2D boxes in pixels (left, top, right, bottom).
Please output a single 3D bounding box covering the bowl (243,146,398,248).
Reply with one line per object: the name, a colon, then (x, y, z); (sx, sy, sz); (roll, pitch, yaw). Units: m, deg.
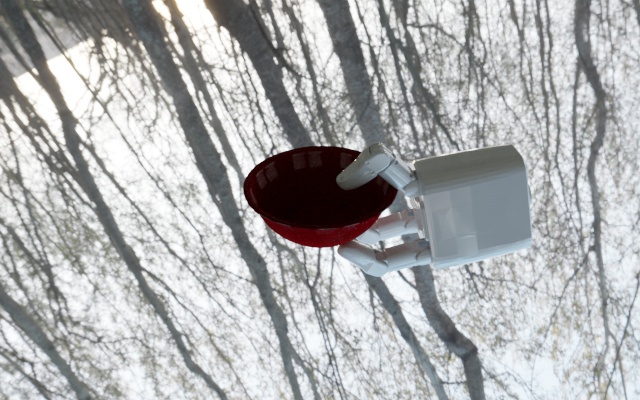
bowl: (-0.001, 0.002, 0.514); (0.162, 0.055, 0.162); (0, 34, 0)
